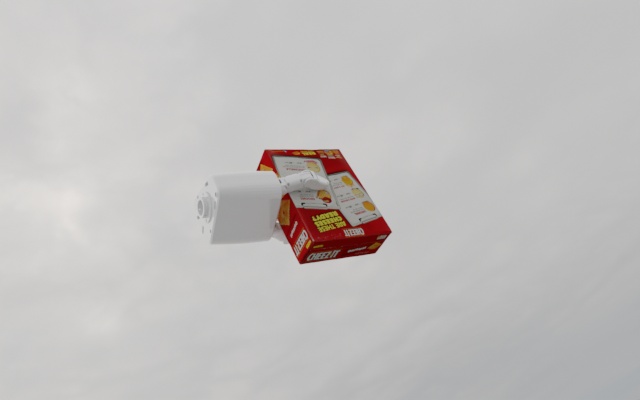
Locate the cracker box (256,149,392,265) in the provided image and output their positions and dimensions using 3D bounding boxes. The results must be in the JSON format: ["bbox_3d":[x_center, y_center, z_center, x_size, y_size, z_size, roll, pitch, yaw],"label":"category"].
[{"bbox_3d":[0.000,0.003,0.842,0.164,0.213,0.072,-4,-41,-33],"label":"cracker box"}]
